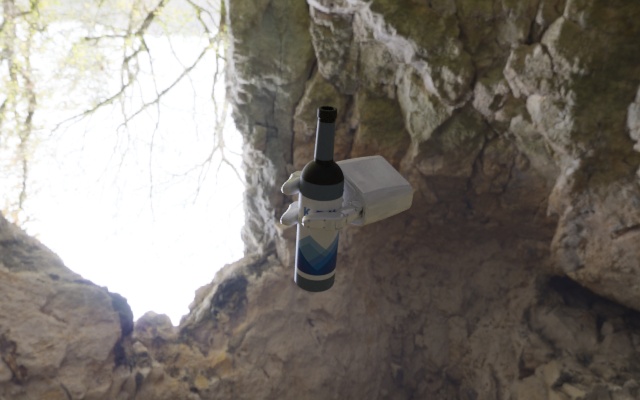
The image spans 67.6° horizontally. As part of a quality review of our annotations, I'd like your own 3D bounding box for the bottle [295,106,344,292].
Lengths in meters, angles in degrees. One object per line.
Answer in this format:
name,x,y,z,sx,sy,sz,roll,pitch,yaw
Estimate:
bottle,0.000,0.003,0.732,0.069,0.296,0.069,3,27,-2
